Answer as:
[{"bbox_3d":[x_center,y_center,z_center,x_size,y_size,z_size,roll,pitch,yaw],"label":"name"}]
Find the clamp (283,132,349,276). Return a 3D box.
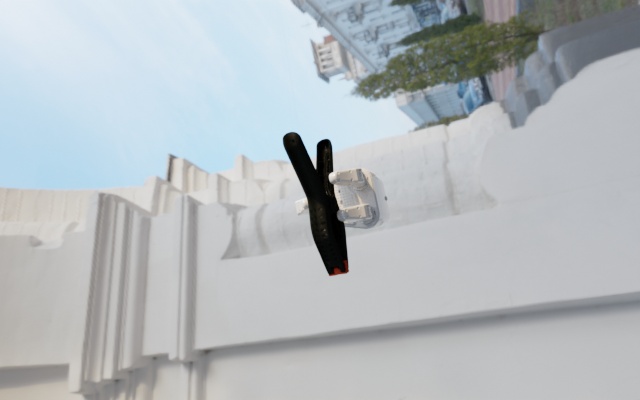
[{"bbox_3d":[0.000,0.003,0.670,0.036,0.210,0.164,-13,-7,19],"label":"clamp"}]
